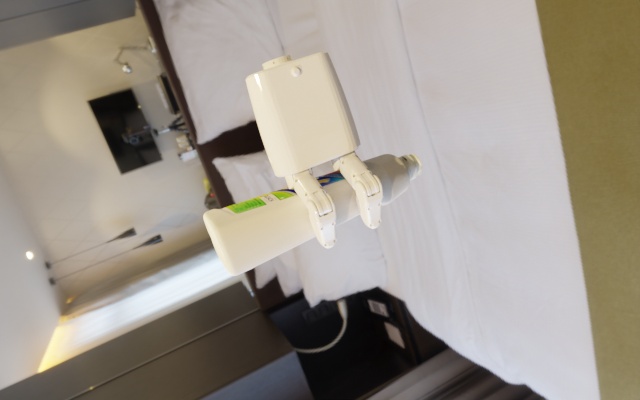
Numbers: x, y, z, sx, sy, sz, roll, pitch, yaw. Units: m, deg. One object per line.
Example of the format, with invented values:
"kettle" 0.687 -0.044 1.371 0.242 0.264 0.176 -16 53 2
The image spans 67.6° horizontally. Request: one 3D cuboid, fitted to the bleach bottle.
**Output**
"bleach bottle" 0.000 0.002 0.544 0.251 0.068 0.102 -23 13 -17
